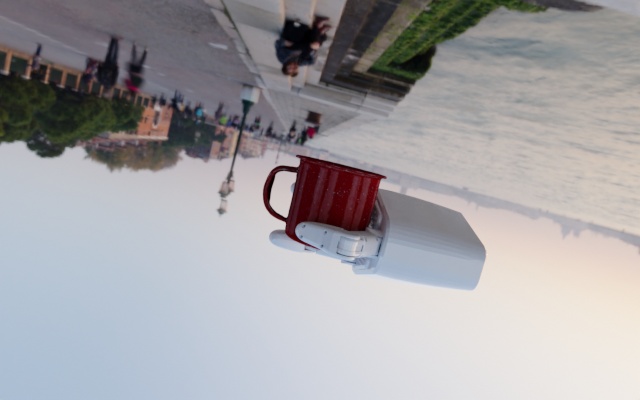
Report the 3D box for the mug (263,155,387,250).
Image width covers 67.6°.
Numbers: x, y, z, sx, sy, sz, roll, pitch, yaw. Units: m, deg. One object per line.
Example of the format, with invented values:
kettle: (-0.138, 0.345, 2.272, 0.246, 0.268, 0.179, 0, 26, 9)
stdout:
mug: (-0.001, 0.001, 0.477, 0.117, 0.081, 0.093, 13, 6, -9)
